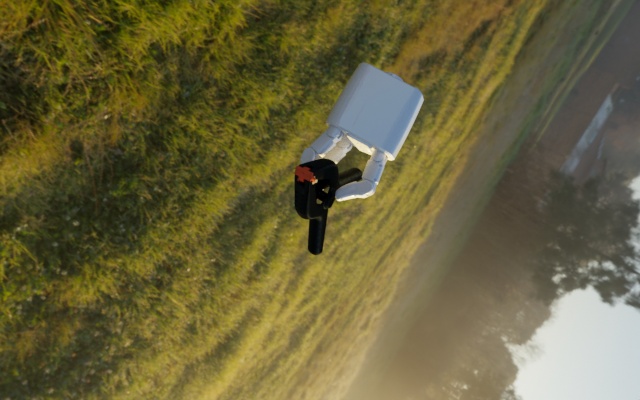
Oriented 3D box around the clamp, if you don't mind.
[{"bbox_3d":[0.001,0.002,0.729,0.036,0.164,0.210,25,-2,21],"label":"clamp"}]
